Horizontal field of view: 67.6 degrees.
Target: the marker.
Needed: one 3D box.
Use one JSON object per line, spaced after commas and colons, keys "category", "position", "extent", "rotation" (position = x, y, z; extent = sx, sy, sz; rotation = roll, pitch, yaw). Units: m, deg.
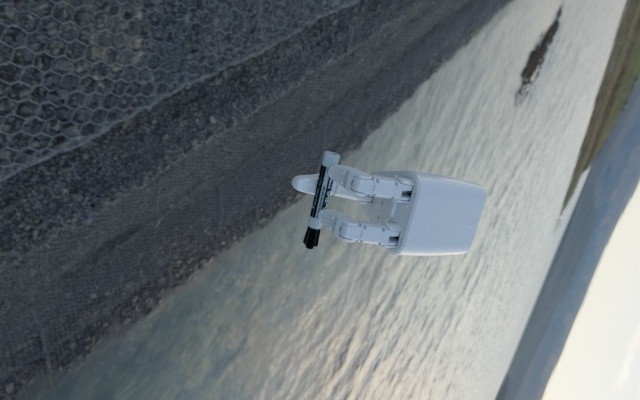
{"category": "marker", "position": [0.000, 0.002, 0.569], "extent": [0.020, 0.121, 0.020], "rotation": [12, 17, -4]}
